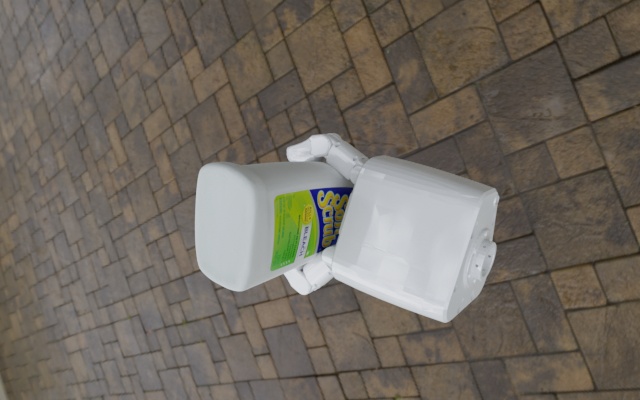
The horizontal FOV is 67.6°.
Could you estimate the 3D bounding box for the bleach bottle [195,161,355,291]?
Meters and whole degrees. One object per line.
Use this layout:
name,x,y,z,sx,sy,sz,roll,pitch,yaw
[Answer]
bleach bottle,0.000,0.002,0.458,0.068,0.102,0.251,19,21,34
